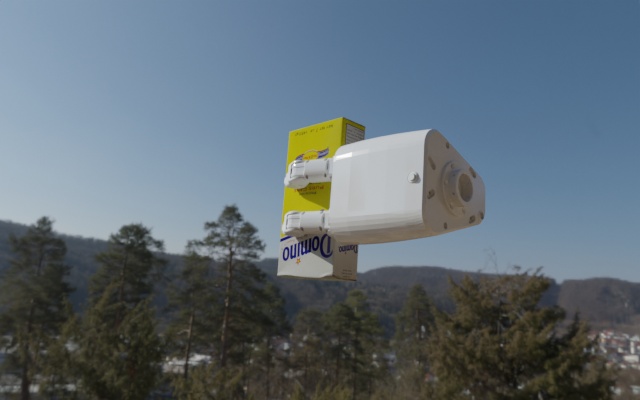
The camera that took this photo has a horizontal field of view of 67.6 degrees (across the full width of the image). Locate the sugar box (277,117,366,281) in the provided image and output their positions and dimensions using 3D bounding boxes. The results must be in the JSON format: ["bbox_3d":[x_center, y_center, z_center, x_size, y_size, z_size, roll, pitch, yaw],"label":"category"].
[{"bbox_3d":[0.000,0.002,0.546,0.048,0.176,0.093,17,-17,-42],"label":"sugar box"}]
